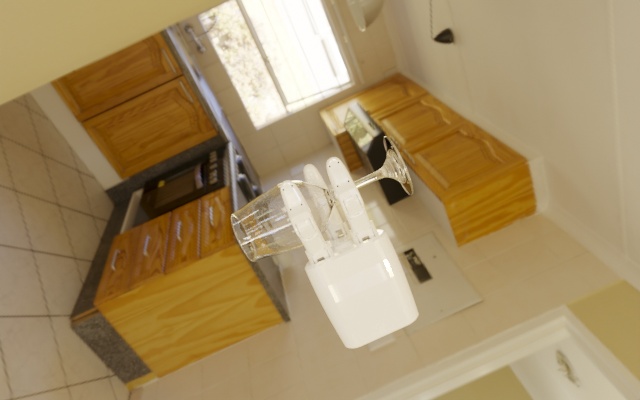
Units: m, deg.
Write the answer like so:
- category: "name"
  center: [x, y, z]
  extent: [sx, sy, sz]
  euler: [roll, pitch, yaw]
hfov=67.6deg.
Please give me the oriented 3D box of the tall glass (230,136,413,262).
- category: "tall glass"
  center: [0.001, 0.001, 0.551]
  extent: [0.201, 0.079, 0.079]
  euler: [-25, -1, 1]
